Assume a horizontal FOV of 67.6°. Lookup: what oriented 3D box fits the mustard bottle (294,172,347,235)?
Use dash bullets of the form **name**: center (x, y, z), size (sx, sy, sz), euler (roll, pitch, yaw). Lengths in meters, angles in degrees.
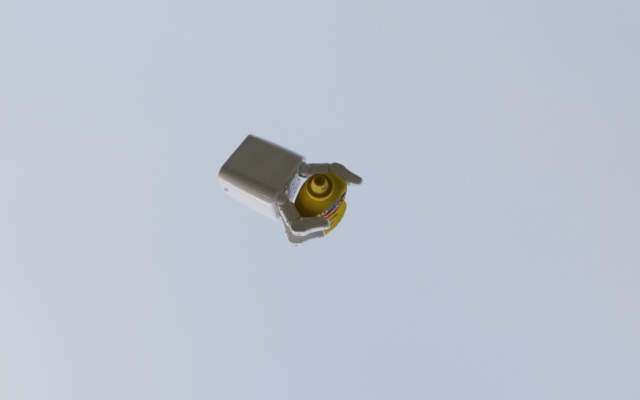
- **mustard bottle**: center (0.000, 0.003, 0.780), size (0.096, 0.058, 0.192), euler (-36, -17, -11)
